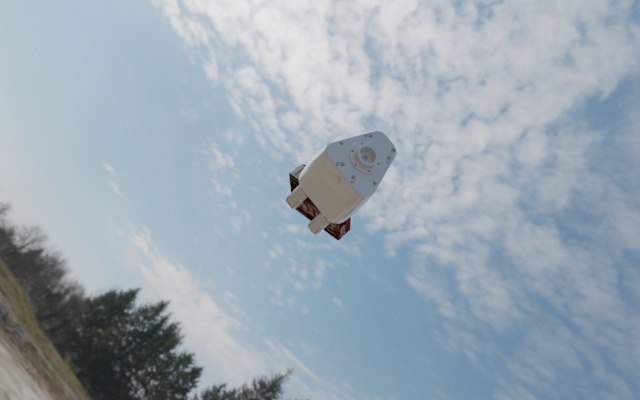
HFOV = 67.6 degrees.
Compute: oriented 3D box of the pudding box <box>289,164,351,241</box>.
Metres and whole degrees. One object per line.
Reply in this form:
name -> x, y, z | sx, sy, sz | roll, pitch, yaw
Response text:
pudding box -> 0.000, 0.002, 0.798 | 0.113, 0.090, 0.039 | 36, 58, 28
